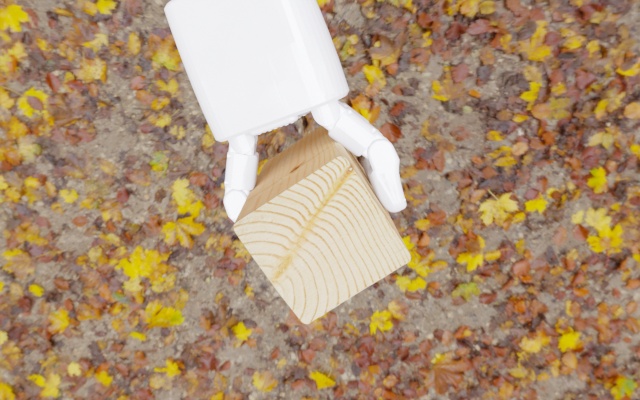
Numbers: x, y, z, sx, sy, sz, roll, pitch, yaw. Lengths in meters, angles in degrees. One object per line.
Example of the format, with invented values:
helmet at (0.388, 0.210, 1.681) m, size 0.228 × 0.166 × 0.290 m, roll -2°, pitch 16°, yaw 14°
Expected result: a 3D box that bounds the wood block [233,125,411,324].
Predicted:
wood block at (0.000, 0.001, 0.414) m, size 0.091 × 0.090 × 0.206 m, roll -33°, pitch 13°, yaw 8°
